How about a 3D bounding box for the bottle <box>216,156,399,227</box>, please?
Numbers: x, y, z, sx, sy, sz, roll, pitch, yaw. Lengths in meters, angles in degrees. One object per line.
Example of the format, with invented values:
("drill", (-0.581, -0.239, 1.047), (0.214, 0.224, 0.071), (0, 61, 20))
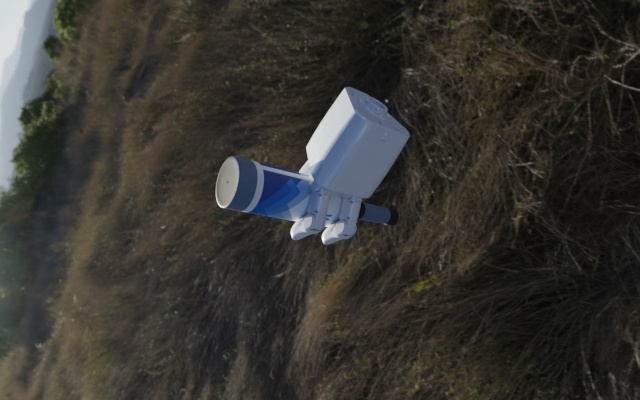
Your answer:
("bottle", (0.000, 0.002, 0.683), (0.296, 0.069, 0.069), (12, -7, -36))
